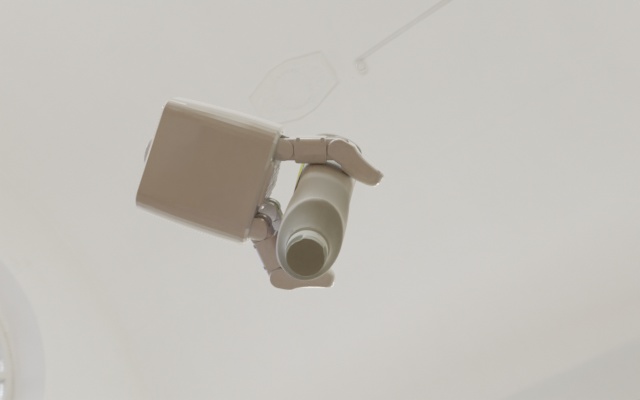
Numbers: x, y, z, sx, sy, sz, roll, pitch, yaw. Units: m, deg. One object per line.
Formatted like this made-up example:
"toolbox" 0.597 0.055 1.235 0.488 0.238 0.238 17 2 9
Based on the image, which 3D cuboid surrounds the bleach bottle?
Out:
"bleach bottle" 0.000 0.002 0.455 0.068 0.102 0.250 17 15 -1
